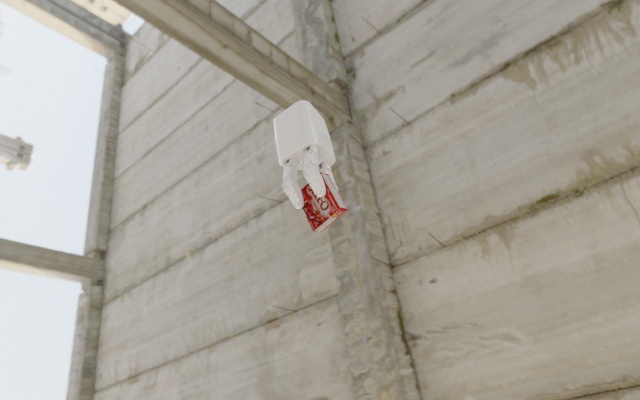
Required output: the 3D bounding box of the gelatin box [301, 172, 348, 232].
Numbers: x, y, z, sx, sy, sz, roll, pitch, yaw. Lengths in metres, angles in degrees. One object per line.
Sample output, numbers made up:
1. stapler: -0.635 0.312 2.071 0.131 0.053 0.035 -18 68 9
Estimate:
1. gelatin box: 0.001 0.003 0.898 0.073 0.089 0.030 -41 -30 25
